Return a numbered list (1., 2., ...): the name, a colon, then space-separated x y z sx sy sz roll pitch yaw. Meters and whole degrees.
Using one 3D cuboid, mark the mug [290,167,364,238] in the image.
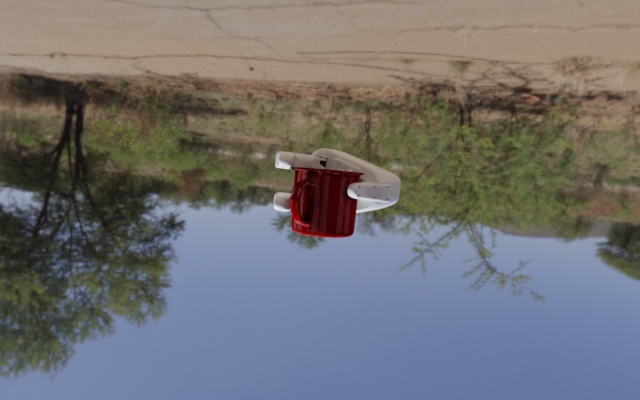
1. mug: -0.001 0.002 0.597 0.093 0.081 0.117 7 5 28
